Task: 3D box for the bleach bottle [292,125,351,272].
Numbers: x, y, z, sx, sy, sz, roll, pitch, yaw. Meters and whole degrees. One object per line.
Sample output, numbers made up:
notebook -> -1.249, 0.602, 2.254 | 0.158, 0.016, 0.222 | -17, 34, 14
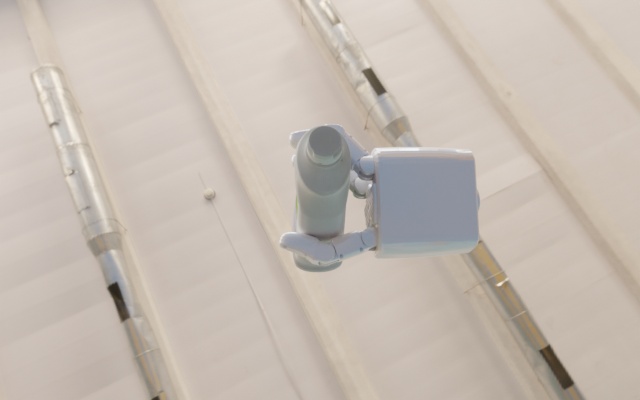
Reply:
bleach bottle -> 0.000, 0.002, 0.514 | 0.068, 0.102, 0.251 | -1, -20, -3
